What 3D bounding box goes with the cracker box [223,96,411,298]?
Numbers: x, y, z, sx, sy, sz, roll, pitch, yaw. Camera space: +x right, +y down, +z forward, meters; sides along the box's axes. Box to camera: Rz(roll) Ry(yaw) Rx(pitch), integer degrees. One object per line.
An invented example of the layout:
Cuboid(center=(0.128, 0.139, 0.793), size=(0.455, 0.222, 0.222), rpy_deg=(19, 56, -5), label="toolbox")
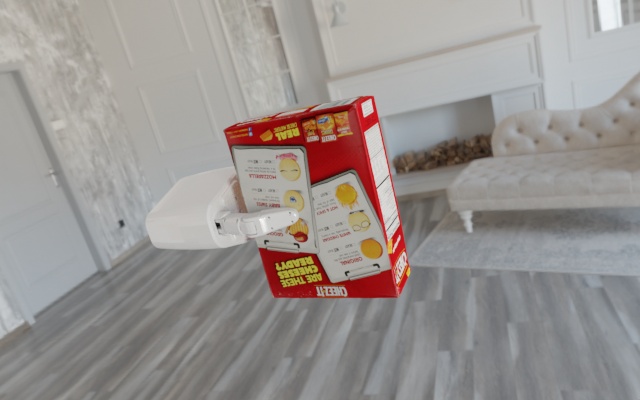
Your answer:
Cuboid(center=(0.000, 0.002, 0.543), size=(0.164, 0.214, 0.072), rpy_deg=(-6, 18, 28), label="cracker box")
